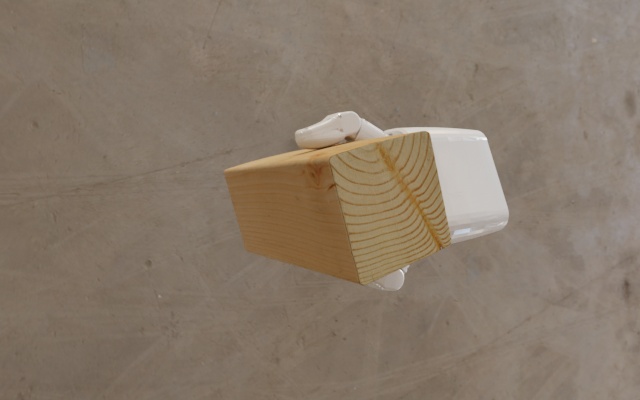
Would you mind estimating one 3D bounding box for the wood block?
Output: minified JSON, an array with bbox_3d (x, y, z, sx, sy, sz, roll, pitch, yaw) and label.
[{"bbox_3d":[0.000,0.001,0.417,0.090,0.091,0.206,-18,10,-29],"label":"wood block"}]
